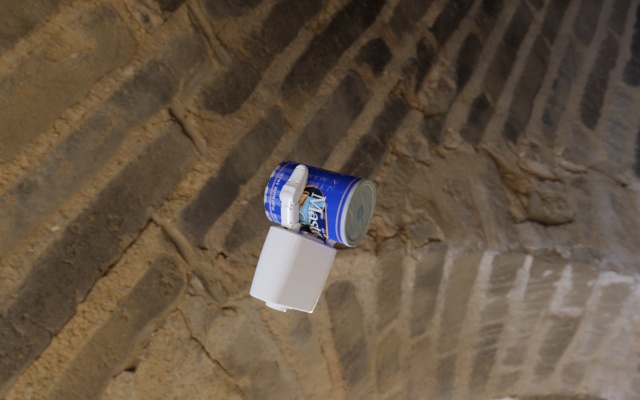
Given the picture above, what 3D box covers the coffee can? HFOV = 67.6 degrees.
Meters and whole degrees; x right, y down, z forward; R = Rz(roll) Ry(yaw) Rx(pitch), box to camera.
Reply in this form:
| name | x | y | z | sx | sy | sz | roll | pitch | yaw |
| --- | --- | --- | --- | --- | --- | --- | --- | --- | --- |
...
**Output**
| name | x | y | z | sx | sy | sz | roll | pitch | yaw |
| --- | --- | --- | --- | --- | --- | --- | --- | --- | --- |
| coffee can | 0.000 | 0.002 | 0.730 | 0.140 | 0.103 | 0.103 | 15 | 7 | 27 |
